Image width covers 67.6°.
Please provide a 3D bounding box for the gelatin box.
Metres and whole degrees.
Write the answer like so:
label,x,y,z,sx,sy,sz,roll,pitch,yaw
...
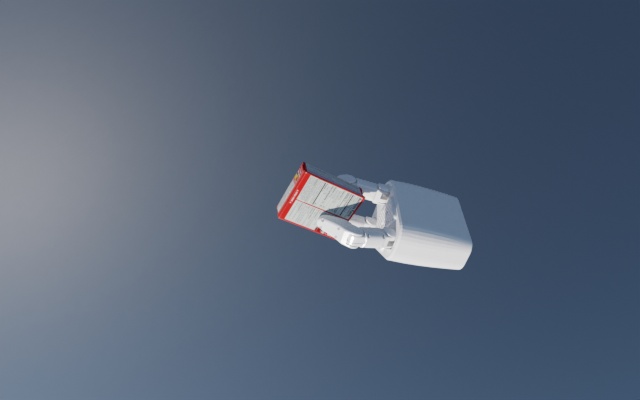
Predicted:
label,x,y,z,sx,sy,sz,roll,pitch,yaw
gelatin box,0.000,0.002,0.604,0.089,0.073,0.030,22,26,-22
